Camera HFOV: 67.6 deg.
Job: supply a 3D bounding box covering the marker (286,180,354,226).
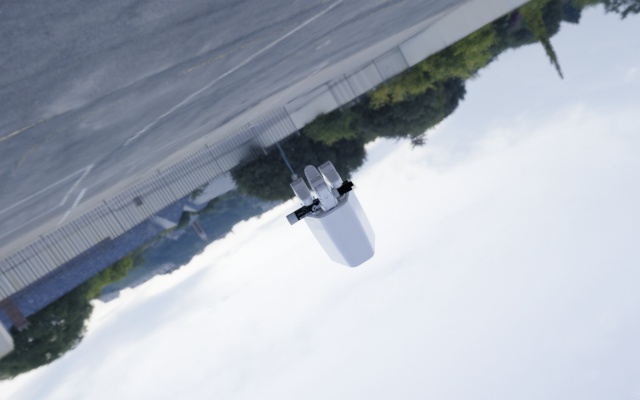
[{"bbox_3d":[0.000,0.002,0.770,0.121,0.020,0.020,-31,0,0],"label":"marker"}]
